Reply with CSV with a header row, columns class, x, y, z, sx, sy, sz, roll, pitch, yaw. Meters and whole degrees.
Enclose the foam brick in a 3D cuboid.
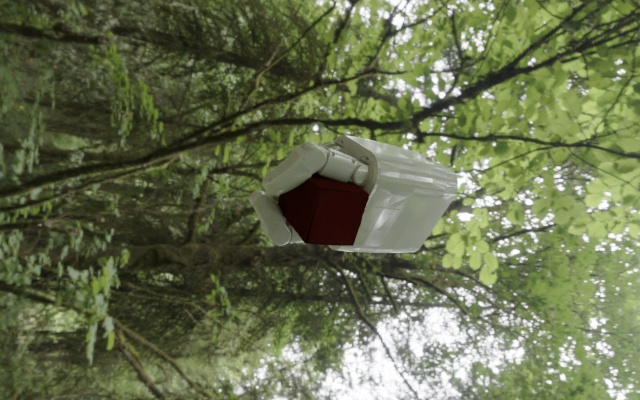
class,x,y,z,sx,sy,sz,roll,pitch,yaw
foam brick,0.000,0.002,0.442,0.051,0.053,0.078,7,20,-28
